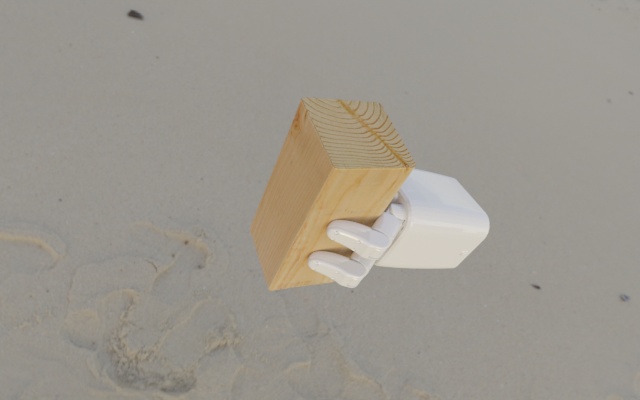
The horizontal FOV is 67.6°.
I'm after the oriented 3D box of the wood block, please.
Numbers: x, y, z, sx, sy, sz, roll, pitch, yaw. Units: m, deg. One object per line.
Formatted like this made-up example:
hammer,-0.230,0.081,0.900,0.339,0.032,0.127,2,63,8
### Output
wood block,0.000,0.001,0.506,0.090,0.090,0.206,-3,-38,-28
